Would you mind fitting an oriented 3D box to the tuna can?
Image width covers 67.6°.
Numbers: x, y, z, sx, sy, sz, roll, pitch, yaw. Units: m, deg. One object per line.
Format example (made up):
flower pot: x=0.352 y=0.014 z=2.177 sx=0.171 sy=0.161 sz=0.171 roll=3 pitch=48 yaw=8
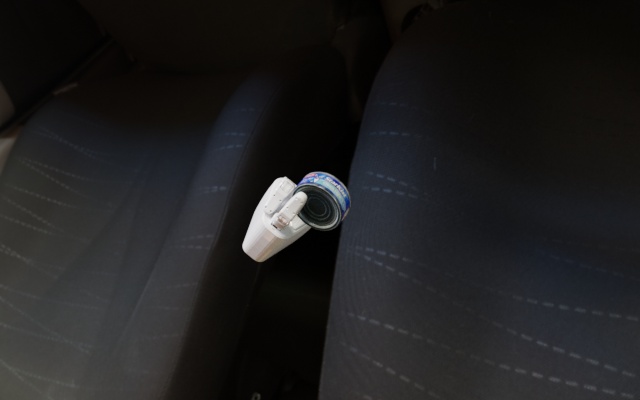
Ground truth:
tuna can: x=0.000 y=0.003 z=0.711 sx=0.086 sy=0.086 sz=0.033 roll=0 pitch=32 yaw=33
